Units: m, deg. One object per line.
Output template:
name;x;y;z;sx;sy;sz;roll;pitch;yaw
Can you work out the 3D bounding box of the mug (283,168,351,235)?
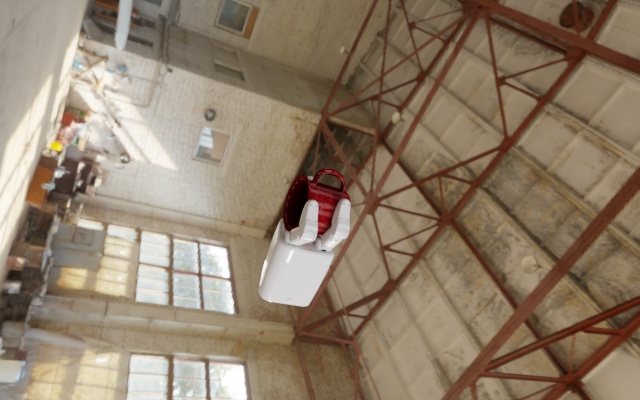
mug;0.001;0.001;0.767;0.081;0.117;0.093;15;21;-25
